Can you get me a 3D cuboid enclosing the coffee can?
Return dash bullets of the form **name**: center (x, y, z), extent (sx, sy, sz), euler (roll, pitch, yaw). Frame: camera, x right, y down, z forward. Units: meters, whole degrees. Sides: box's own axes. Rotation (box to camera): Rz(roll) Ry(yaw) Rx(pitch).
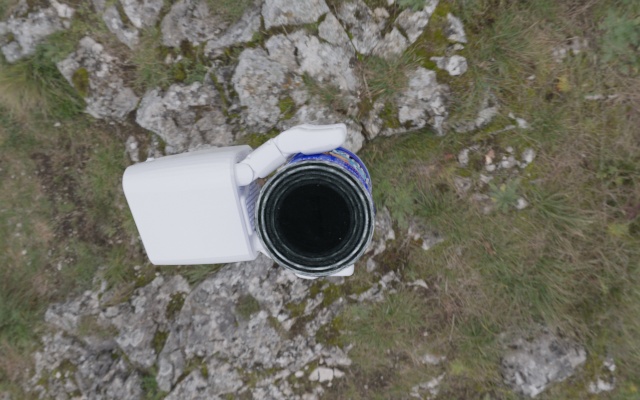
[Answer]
- **coffee can**: center (0.000, 0.002, 0.467), extent (0.103, 0.103, 0.140), euler (0, 12, 5)
